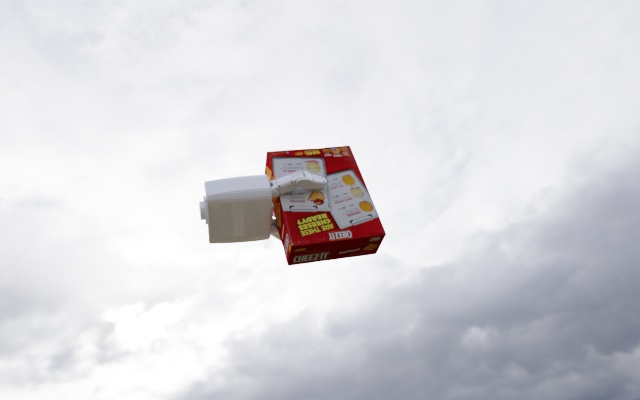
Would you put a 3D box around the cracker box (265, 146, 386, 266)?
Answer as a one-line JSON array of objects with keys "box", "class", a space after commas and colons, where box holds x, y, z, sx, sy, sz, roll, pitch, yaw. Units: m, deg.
[{"box": [0.000, 0.003, 0.849, 0.164, 0.213, 0.072, -6, -38, -16], "class": "cracker box"}]
